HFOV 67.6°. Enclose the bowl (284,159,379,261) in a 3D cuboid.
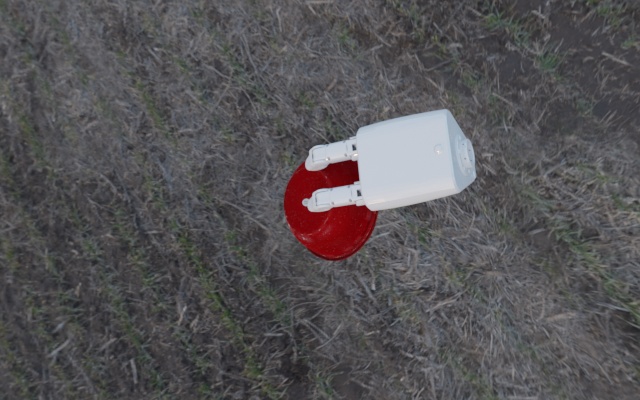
[{"bbox_3d":[-0.001,0.003,0.654,0.162,0.162,0.055,0,-4,43],"label":"bowl"}]
